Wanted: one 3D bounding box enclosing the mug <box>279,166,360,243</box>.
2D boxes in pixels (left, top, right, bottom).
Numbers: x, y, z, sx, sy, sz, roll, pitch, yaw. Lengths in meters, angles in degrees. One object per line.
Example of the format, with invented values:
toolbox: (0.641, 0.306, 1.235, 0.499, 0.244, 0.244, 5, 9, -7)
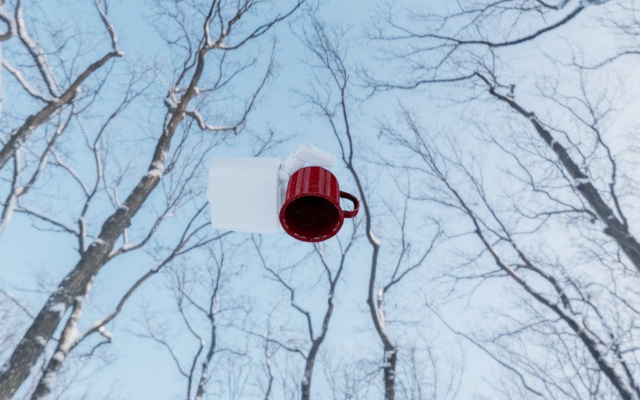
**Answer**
mug: (0.002, 0.002, 0.711, 0.117, 0.093, 0.081, 2, 37, 0)
